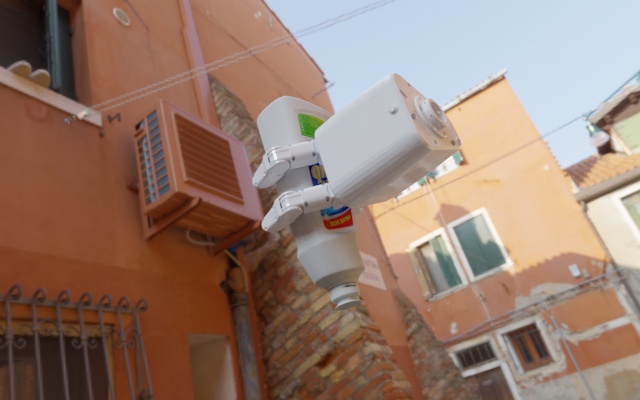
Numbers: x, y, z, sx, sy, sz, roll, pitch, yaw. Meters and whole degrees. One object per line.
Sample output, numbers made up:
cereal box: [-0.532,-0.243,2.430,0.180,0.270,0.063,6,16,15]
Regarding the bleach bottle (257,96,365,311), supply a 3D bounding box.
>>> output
bleach bottle: [0.000,0.002,0.548,0.068,0.250,0.102,-35,-31,31]
